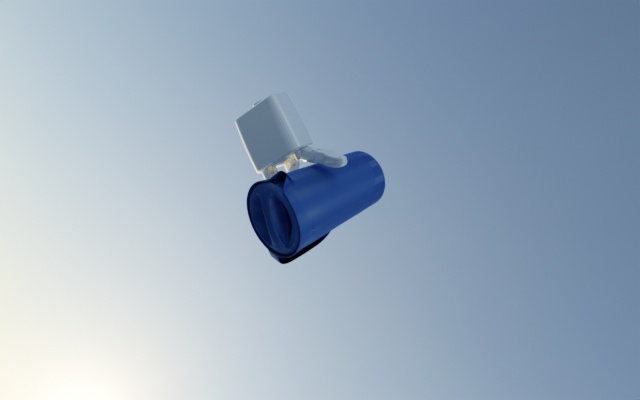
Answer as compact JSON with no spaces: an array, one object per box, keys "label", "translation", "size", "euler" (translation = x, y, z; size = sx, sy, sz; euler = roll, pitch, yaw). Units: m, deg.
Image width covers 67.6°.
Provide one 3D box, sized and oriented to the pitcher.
[{"label":"pitcher","translation":[0.000,0.003,0.847],"size":[0.243,0.145,0.149],"euler":[-25,-2,-39]}]
